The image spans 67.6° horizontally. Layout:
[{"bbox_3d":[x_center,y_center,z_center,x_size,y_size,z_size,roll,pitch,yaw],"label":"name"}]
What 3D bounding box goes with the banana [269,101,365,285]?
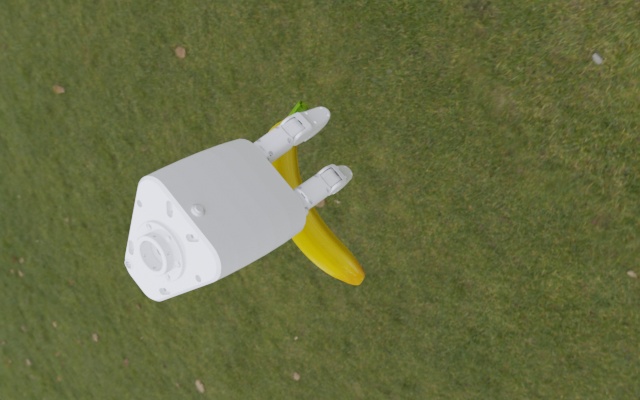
[{"bbox_3d":[-0.016,0.003,0.496,0.069,0.198,0.037,-16,8,32],"label":"banana"}]
